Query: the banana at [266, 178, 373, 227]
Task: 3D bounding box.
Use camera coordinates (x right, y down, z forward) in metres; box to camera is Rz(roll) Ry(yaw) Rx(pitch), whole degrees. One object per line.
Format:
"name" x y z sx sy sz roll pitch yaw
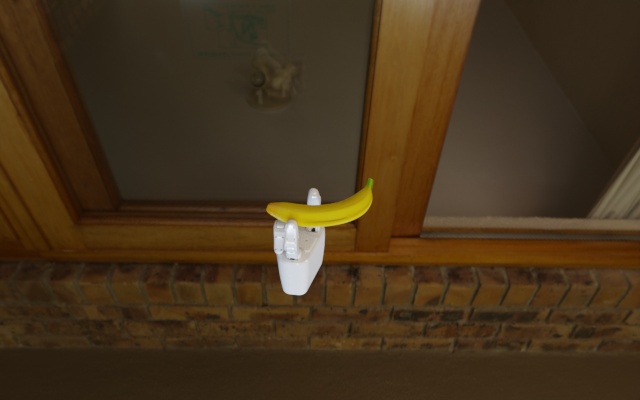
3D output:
"banana" 0.009 0.015 0.824 0.198 0.037 0.069 -13 47 -13
